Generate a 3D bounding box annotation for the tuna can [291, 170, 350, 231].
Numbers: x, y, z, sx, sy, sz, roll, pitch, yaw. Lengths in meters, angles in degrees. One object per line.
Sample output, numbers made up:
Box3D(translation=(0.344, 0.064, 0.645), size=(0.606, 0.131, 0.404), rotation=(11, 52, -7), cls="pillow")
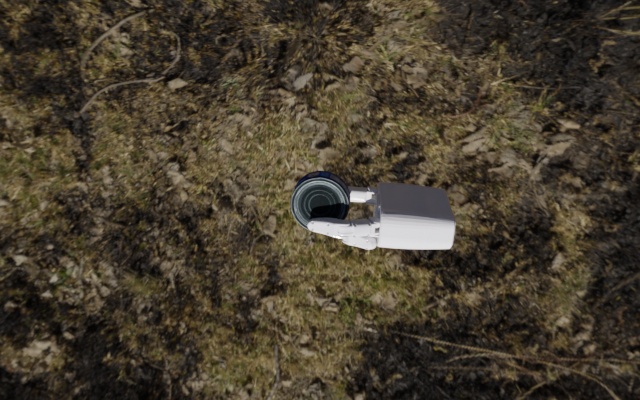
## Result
Box3D(translation=(0.000, 0.002, 0.690), size=(0.086, 0.086, 0.033), rotation=(0, 19, 5), cls="tuna can")
